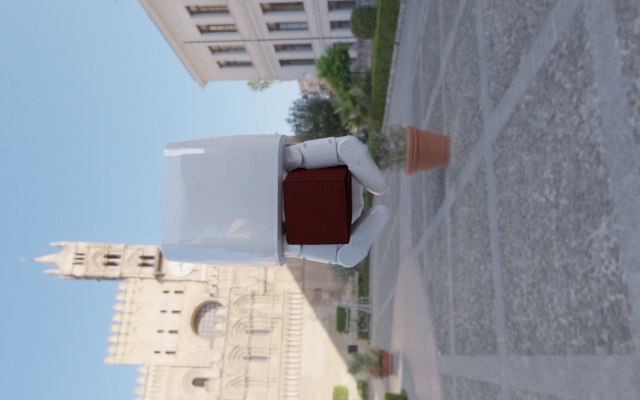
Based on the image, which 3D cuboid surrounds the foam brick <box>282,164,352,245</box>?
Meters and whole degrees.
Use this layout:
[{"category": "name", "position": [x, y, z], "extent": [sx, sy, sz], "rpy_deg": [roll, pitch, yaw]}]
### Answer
[{"category": "foam brick", "position": [0.000, 0.001, 0.403], "extent": [0.051, 0.053, 0.078], "rpy_deg": [-1, 13, 5]}]
